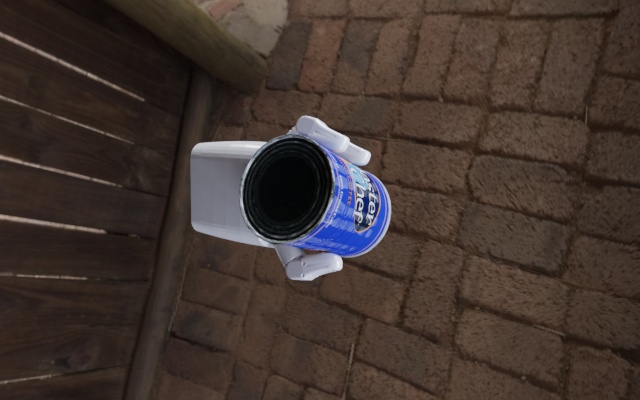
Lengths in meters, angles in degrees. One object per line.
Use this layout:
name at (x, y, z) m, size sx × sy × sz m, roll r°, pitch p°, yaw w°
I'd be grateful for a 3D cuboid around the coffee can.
coffee can at (0.000, 0.002, 0.491) m, size 0.103 × 0.103 × 0.140 m, roll 0°, pitch -11°, yaw 29°
